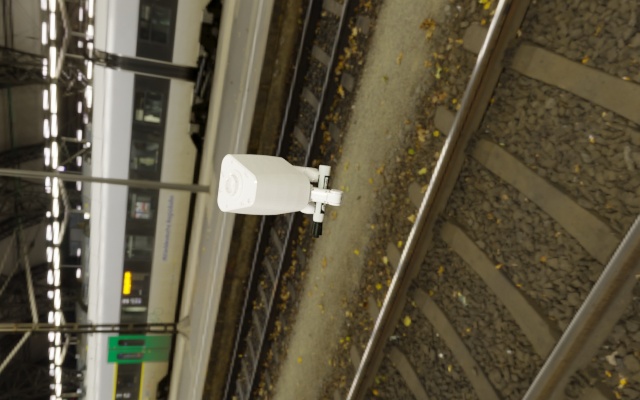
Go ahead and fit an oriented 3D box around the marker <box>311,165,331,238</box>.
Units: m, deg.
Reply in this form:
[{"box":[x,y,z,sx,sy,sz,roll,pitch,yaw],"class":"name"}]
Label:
[{"box":[0.000,0.003,0.792,0.020,0.121,0.020,8,6,-1],"class":"marker"}]
